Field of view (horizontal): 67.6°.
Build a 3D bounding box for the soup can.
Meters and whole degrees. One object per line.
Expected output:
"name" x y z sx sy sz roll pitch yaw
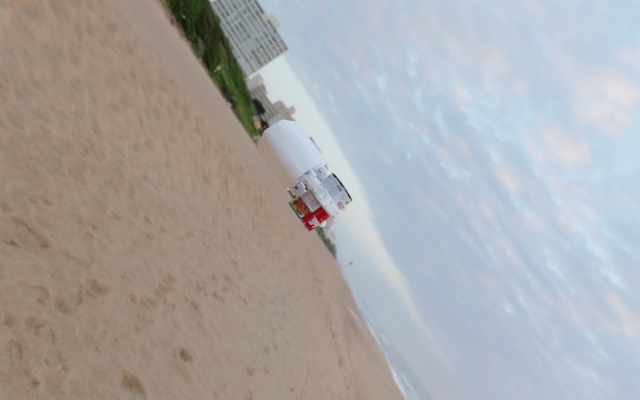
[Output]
"soup can" 0.001 0.003 0.896 0.102 0.068 0.068 -35 2 -2
